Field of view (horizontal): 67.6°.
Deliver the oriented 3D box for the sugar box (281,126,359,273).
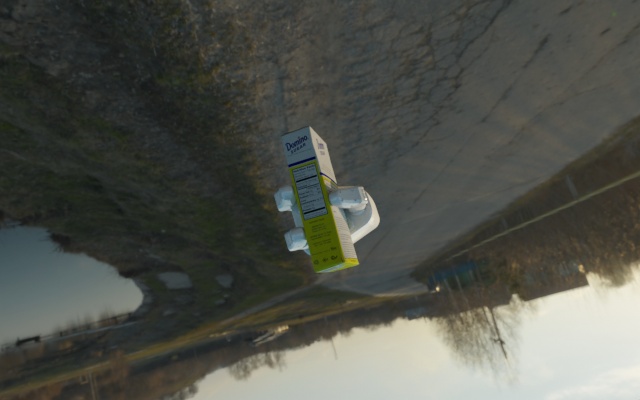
[{"bbox_3d":[0.000,0.002,0.614,0.048,0.176,0.093,-19,-13,11],"label":"sugar box"}]
